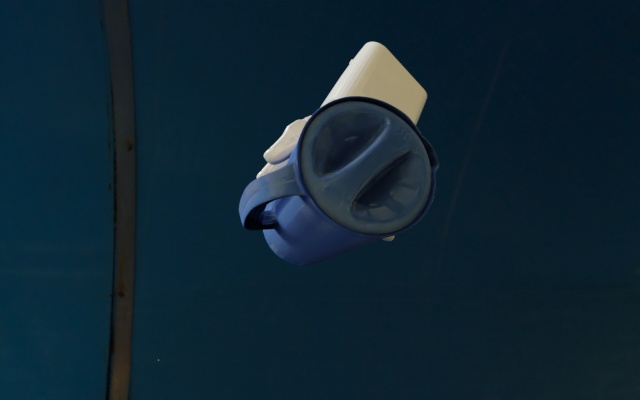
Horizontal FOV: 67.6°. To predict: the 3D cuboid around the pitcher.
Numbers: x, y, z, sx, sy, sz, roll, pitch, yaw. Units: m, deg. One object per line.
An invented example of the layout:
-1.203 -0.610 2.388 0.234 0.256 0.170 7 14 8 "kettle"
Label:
0.000 0.002 0.521 0.149 0.145 0.243 31 -24 -7 "pitcher"
